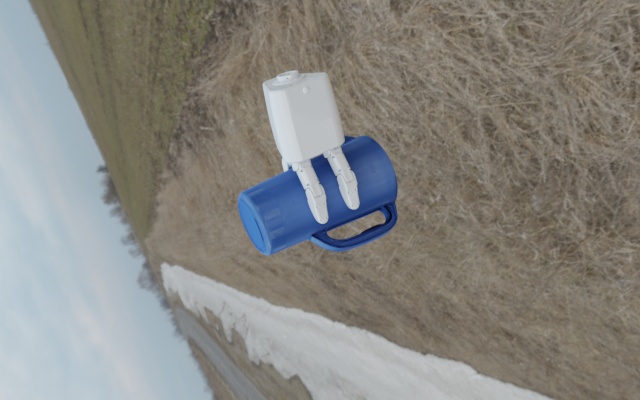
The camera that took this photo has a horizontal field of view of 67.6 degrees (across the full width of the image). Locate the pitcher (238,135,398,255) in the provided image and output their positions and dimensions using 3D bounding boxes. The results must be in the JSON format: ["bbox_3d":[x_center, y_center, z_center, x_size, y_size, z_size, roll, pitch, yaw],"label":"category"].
[{"bbox_3d":[0.000,0.002,0.777,0.243,0.145,0.149,-24,29,-21],"label":"pitcher"}]
